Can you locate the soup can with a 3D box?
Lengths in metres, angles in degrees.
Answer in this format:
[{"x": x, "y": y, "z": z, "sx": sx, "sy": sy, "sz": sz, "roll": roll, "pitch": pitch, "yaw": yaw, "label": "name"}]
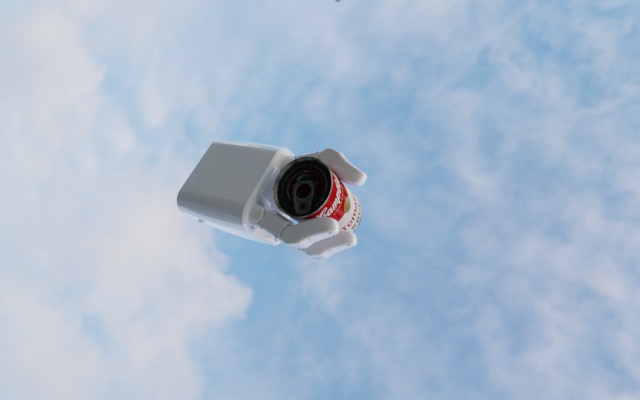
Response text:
[{"x": 0.001, "y": 0.002, "z": 0.541, "sx": 0.068, "sy": 0.068, "sz": 0.102, "roll": 0, "pitch": -19, "yaw": 24, "label": "soup can"}]
